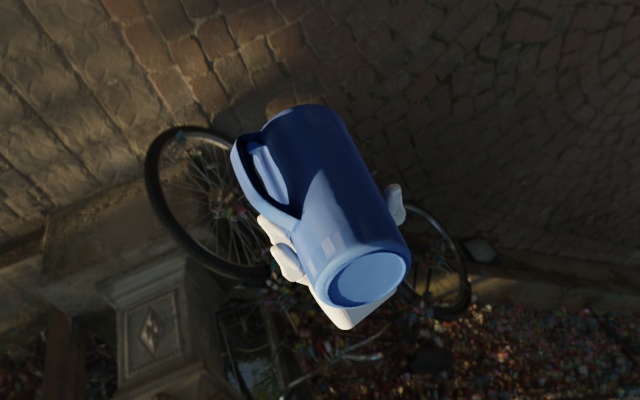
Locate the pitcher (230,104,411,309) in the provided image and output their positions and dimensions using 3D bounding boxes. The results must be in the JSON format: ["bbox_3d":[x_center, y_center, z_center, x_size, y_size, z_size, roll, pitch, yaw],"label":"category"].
[{"bbox_3d":[0.000,0.002,0.565,0.149,0.242,0.145,-26,-43,1],"label":"pitcher"}]
